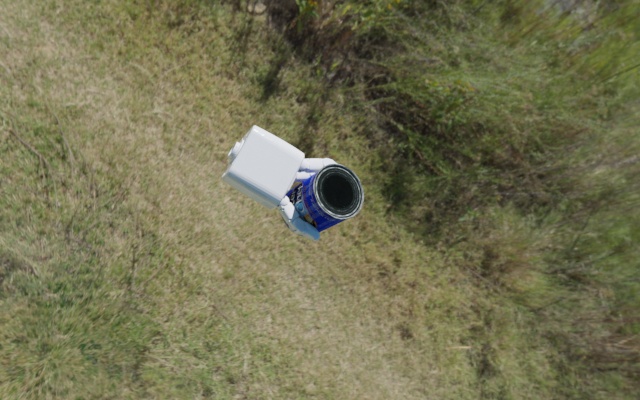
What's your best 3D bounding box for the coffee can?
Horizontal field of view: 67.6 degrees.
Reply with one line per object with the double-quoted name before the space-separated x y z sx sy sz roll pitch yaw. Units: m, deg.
"coffee can" 0.000 0.003 0.891 0.103 0.102 0.140 0 -16 -29
